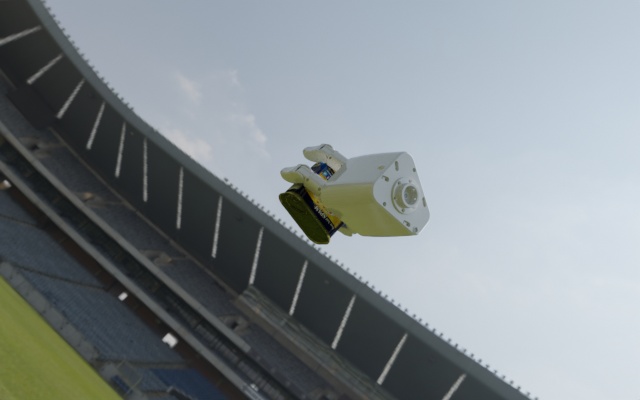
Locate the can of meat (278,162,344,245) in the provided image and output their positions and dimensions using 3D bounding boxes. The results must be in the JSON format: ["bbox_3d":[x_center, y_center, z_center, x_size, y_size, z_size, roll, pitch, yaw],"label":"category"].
[{"bbox_3d":[0.000,0.002,0.733,0.084,0.102,0.057,-46,19,-27],"label":"can of meat"}]
